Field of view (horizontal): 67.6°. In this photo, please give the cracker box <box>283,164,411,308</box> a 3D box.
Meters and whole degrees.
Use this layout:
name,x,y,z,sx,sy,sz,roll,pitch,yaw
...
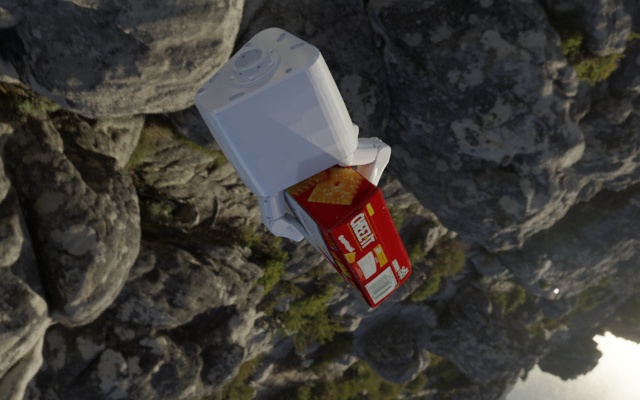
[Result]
name,x,y,z,sx,sy,sz,roll,pitch,yaw
cracker box,0.000,0.002,0.553,0.213,0.072,0.164,43,-12,42
